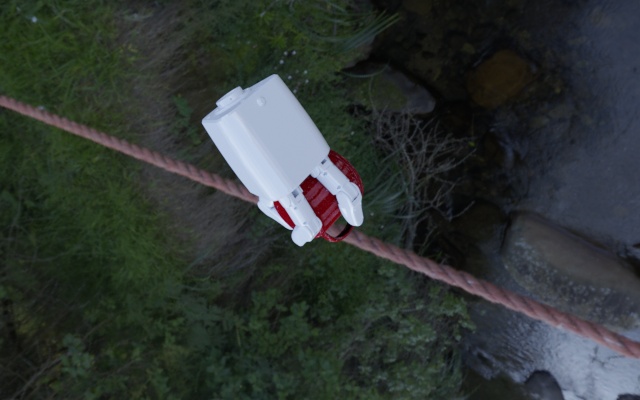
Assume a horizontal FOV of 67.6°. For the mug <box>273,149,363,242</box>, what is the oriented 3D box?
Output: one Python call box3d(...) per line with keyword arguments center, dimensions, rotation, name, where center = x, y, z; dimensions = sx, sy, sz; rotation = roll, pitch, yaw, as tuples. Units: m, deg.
box3d(center=(0.001, 0.003, 0.607), dimensions=(0.081, 0.117, 0.093), rotation=(-47, 24, -29), name="mug")
